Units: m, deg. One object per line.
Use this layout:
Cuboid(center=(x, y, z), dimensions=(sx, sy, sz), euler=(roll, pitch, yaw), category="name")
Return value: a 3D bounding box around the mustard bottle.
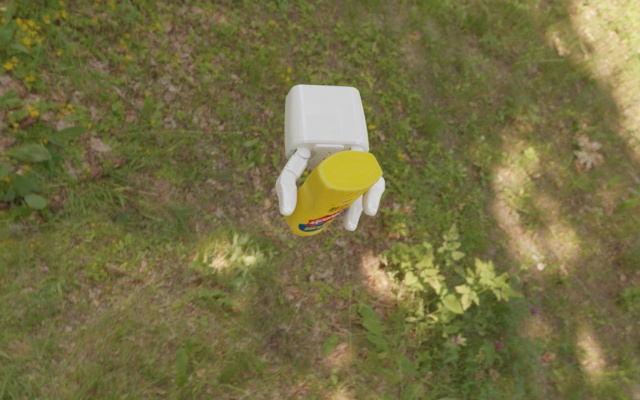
Cuboid(center=(0.000, 0.002, 0.670), dimensions=(0.096, 0.058, 0.192), euler=(-18, -17, -34), category="mustard bottle")
